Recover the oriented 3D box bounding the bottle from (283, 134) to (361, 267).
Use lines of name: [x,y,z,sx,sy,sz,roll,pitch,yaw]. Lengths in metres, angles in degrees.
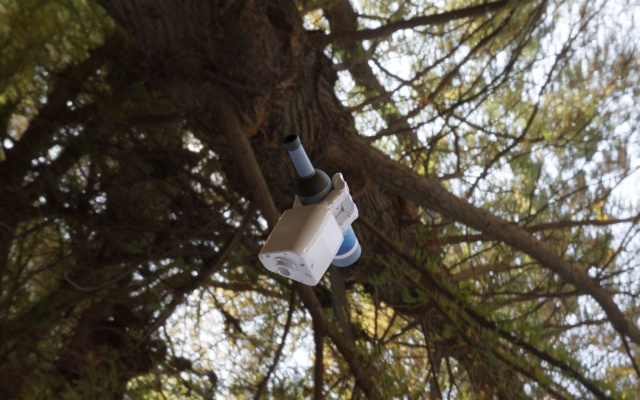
bottle: [0.000,0.003,0.878,0.069,0.296,0.069,-16,39,13]
